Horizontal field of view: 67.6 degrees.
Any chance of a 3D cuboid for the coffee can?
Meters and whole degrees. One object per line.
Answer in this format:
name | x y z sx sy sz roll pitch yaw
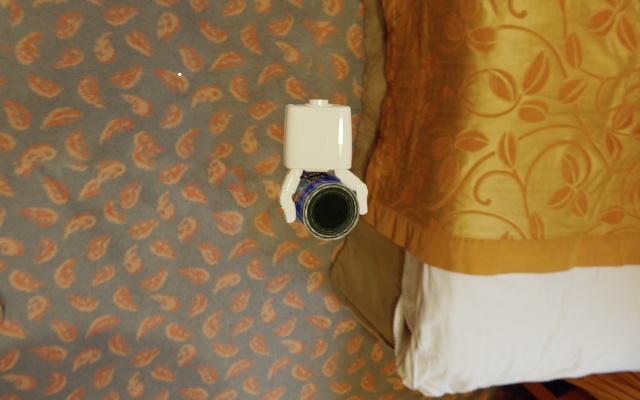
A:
coffee can | 0.000 0.003 0.874 0.103 0.103 0.140 0 14 -16
